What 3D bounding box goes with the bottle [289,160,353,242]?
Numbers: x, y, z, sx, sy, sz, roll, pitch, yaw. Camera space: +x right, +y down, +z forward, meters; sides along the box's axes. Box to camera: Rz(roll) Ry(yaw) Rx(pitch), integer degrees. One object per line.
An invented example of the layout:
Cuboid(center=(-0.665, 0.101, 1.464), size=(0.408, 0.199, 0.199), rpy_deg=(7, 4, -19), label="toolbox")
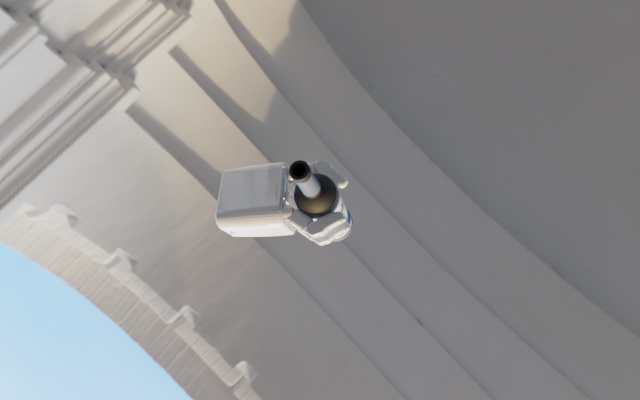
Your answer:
Cuboid(center=(0.000, 0.003, 0.751), size=(0.069, 0.069, 0.296), rpy_deg=(0, -16, 11), label="bottle")
